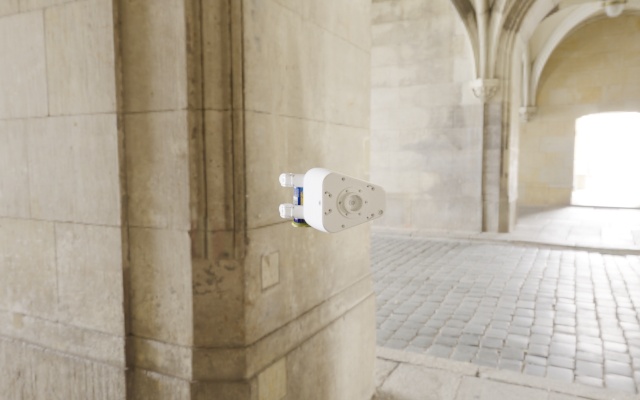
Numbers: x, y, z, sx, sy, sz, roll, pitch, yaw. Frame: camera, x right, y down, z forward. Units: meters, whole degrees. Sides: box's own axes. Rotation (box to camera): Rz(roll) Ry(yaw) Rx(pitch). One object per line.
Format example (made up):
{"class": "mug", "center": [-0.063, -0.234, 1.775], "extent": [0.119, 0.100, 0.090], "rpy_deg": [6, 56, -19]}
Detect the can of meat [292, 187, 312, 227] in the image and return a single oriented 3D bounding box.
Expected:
{"class": "can of meat", "center": [0.000, 0.002, 0.864], "extent": [0.102, 0.084, 0.057], "rpy_deg": [-1, 6, -12]}
